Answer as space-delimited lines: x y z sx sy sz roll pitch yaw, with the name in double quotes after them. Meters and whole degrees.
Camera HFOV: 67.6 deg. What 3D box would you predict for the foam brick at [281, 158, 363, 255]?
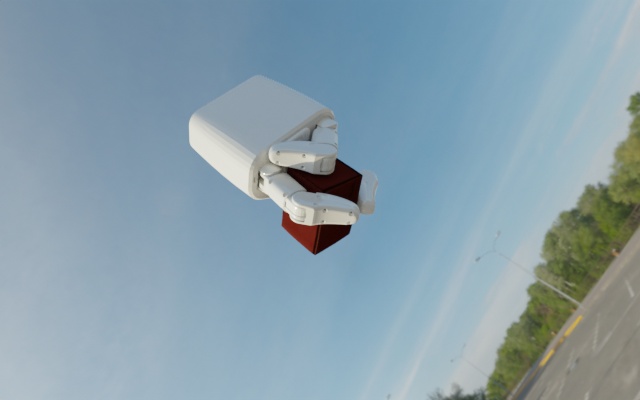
0.000 0.002 0.467 0.053 0.078 0.051 -26 49 -39 "foam brick"
